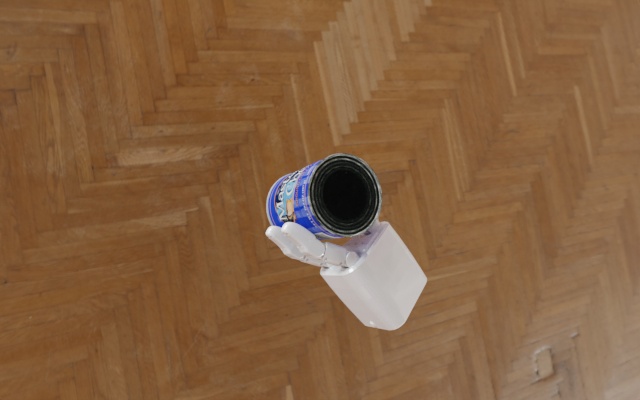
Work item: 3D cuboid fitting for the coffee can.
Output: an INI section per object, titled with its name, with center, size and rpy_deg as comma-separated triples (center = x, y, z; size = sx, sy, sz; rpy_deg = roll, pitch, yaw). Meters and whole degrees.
[coffee can]
center = 0.000, 0.002, 0.633
size = 0.103, 0.103, 0.140
rpy_deg = 0, -7, -27
